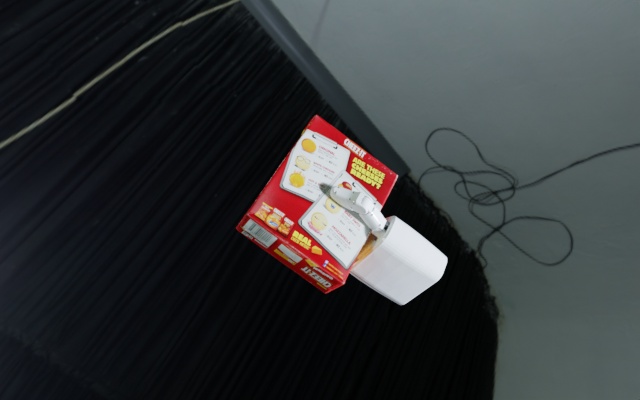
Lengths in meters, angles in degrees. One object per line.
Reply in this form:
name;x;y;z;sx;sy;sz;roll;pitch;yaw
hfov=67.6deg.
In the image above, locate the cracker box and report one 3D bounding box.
cracker box;0.000;0.002;0.712;0.164;0.213;0.072;36;-34;-8
